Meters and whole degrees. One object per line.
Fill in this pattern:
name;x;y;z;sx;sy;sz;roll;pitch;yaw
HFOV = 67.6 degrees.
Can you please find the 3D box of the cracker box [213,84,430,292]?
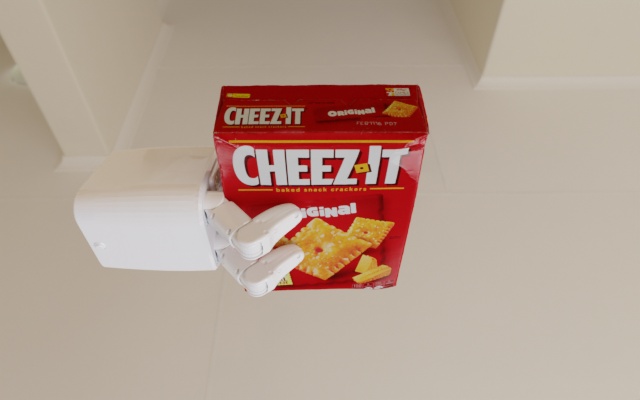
cracker box;0.000;0.001;0.444;0.164;0.072;0.214;-1;-42;-1
